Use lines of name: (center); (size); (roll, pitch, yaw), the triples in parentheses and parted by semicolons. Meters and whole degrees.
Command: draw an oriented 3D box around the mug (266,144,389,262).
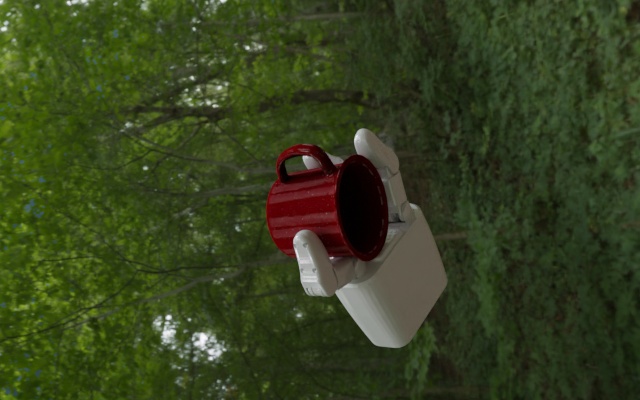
mug: (-0.001, 0.000, 0.428); (0.081, 0.117, 0.093); (-8, 37, 34)
